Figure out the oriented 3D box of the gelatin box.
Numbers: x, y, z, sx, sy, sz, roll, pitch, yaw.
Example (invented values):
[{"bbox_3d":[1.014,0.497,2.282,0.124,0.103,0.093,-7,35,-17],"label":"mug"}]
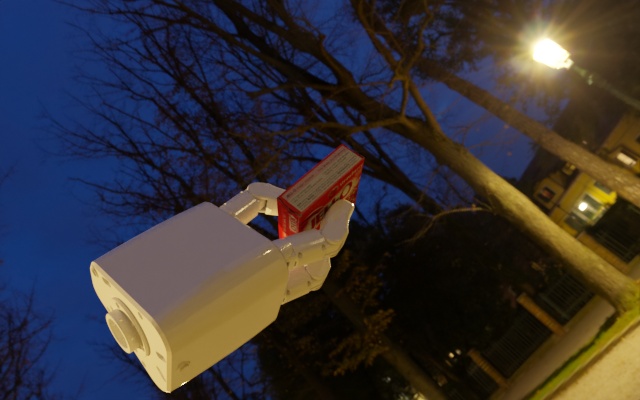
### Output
[{"bbox_3d":[0.000,0.001,0.441,0.030,0.089,0.073,36,-30,20],"label":"gelatin box"}]
